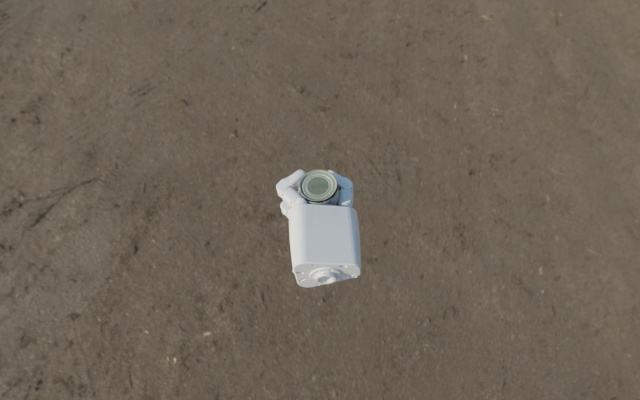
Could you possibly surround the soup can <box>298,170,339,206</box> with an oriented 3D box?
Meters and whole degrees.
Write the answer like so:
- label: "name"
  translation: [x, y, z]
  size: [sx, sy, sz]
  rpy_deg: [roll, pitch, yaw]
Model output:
- label: "soup can"
  translation: [0.000, 0.002, 0.828]
  size: [0.068, 0.068, 0.102]
  rpy_deg: [0, -34, 6]
